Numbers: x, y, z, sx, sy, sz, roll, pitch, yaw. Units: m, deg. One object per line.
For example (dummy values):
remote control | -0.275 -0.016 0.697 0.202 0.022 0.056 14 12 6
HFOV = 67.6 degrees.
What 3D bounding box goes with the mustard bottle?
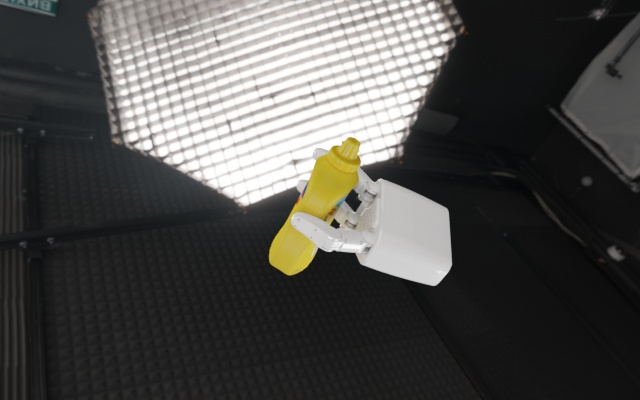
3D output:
mustard bottle | 0.000 0.002 0.602 0.058 0.192 0.096 33 32 5
